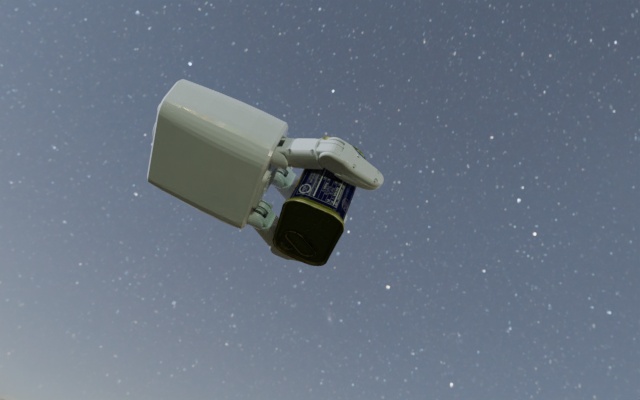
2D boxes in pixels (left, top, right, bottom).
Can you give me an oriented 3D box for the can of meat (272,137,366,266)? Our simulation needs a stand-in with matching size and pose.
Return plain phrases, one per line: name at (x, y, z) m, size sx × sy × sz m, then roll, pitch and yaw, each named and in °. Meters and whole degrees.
can of meat at (0.000, 0.001, 0.458) m, size 0.057 × 0.084 × 0.102 m, roll 23°, pitch -34°, yaw 1°
